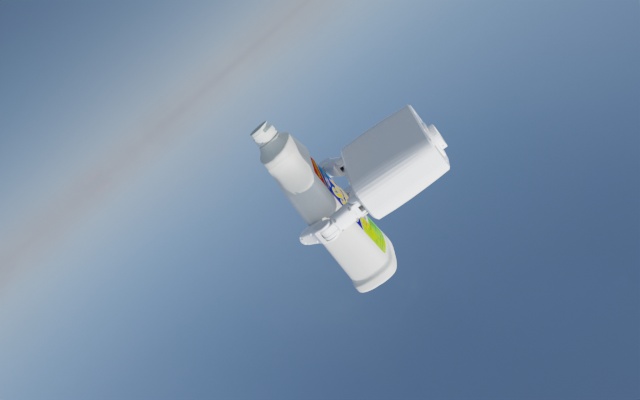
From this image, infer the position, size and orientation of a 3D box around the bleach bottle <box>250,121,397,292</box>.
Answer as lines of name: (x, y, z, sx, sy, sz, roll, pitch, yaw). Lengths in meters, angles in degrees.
bleach bottle: (0.000, 0.002, 0.630, 0.068, 0.251, 0.102, -36, 19, 16)
